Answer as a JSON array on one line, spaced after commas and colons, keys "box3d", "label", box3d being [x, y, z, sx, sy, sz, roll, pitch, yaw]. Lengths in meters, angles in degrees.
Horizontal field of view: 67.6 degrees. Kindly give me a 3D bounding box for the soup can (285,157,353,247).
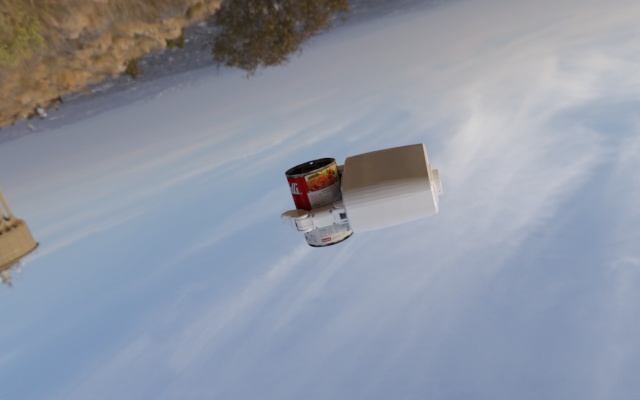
[{"box3d": [0.000, 0.002, 0.630, 0.068, 0.102, 0.068, -15, 16, 5], "label": "soup can"}]
